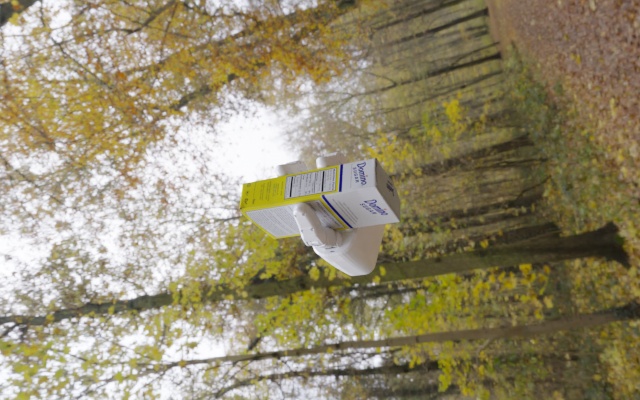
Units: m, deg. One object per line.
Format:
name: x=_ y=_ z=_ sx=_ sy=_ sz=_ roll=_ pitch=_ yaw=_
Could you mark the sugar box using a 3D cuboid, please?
sugar box: x=0.000 y=0.001 z=0.581 sx=0.176 sy=0.048 sz=0.093 roll=-11 pitch=-31 yaw=21
